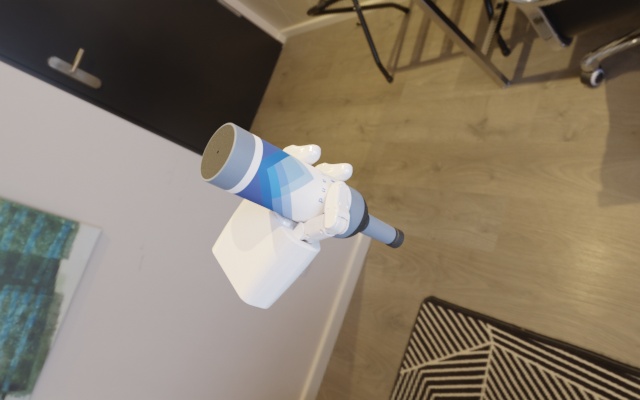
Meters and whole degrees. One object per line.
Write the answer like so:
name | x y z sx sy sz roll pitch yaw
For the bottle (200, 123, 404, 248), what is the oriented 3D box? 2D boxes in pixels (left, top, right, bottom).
bottle | 0.000 0.002 0.578 0.296 0.069 0.069 26 -16 -36
